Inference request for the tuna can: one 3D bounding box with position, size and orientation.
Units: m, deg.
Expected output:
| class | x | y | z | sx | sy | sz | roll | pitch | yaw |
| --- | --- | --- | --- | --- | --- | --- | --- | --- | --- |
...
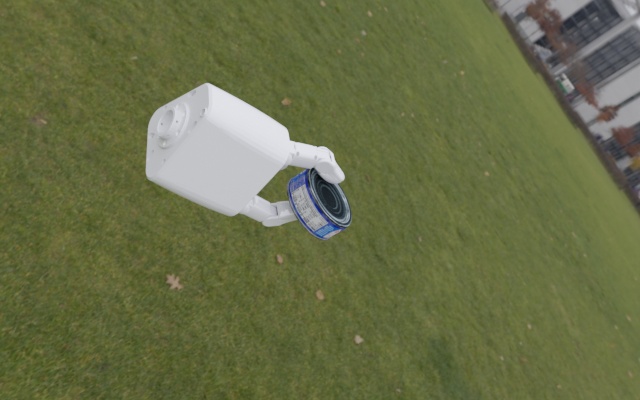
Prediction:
| class | x | y | z | sx | sy | sz | roll | pitch | yaw |
| --- | --- | --- | --- | --- | --- | --- | --- | --- | --- |
| tuna can | 0.001 | 0.002 | 0.570 | 0.034 | 0.086 | 0.086 | -31 | -14 | 25 |
